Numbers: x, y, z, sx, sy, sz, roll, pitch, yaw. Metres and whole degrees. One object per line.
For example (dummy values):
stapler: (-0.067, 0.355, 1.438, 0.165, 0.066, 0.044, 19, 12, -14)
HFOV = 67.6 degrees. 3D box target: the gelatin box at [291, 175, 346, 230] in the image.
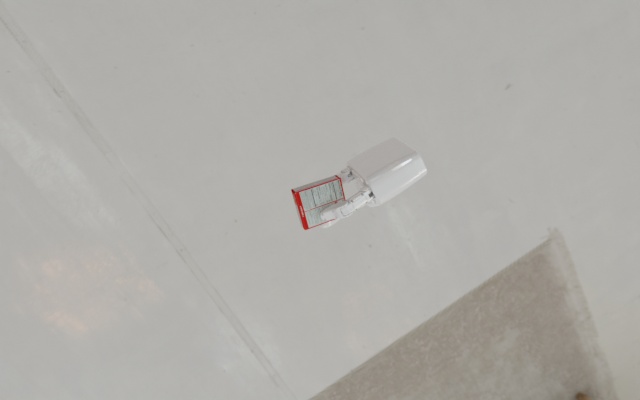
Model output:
gelatin box: (0.000, 0.003, 0.848, 0.089, 0.073, 0.030, -19, 20, -13)
